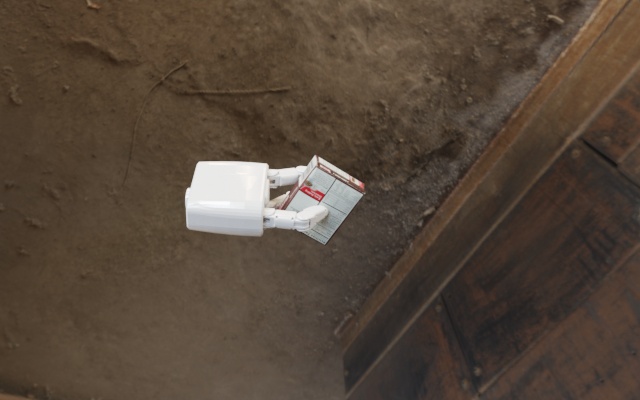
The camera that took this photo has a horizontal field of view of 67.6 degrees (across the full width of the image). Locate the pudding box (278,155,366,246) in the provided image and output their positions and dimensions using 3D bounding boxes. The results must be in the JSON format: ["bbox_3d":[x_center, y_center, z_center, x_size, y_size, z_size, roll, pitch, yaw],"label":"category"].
[{"bbox_3d":[0.000,0.002,0.723,0.090,0.113,0.039,29,25,-16],"label":"pudding box"}]
